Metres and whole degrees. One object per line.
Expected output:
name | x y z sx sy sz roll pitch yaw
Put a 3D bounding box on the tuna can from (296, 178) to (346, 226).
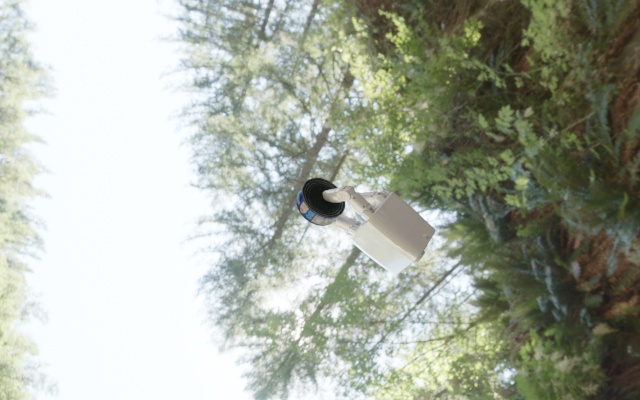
tuna can | 0.000 0.003 0.861 0.086 0.086 0.034 0 -34 -32
